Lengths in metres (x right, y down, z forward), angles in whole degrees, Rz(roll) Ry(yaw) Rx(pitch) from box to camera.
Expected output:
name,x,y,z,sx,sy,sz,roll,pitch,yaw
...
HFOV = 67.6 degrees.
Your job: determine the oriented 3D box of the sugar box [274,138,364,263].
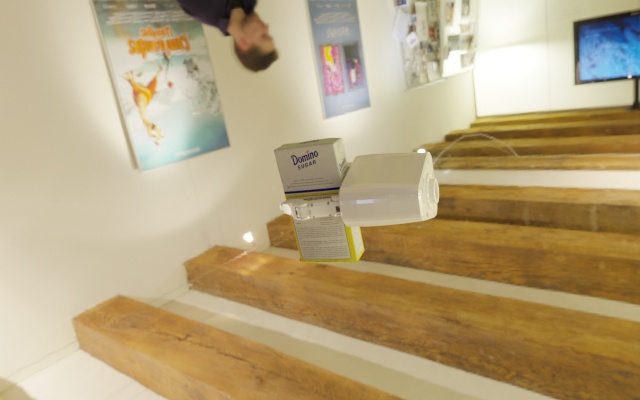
name,x,y,z,sx,sy,sz,roll,pitch,yaw
sugar box,0.000,0.002,0.683,0.093,0.176,0.048,-3,17,23
